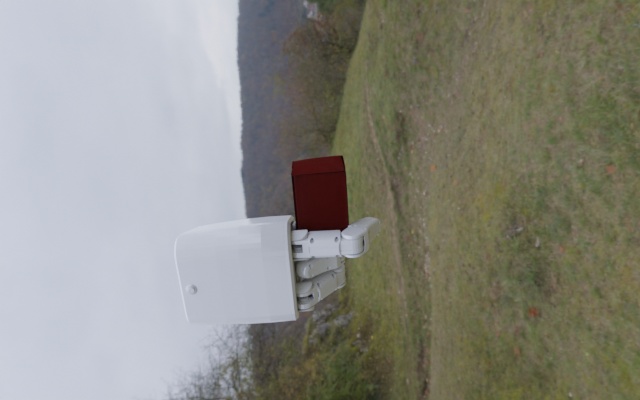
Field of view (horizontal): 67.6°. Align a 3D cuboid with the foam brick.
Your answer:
[{"bbox_3d":[0.000,0.001,0.464,0.051,0.078,0.053,-4,20,1],"label":"foam brick"}]
